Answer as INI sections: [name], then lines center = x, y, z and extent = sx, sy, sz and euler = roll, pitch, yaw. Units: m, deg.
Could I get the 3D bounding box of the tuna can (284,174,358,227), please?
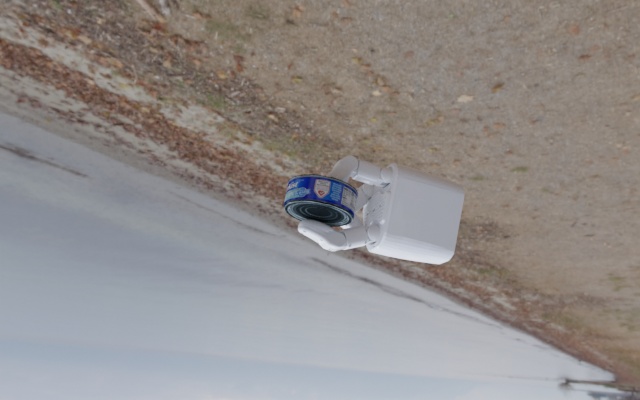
[tuna can]
center = 0.000, 0.002, 0.566
extent = 0.086, 0.033, 0.086
euler = 9, -20, 3
